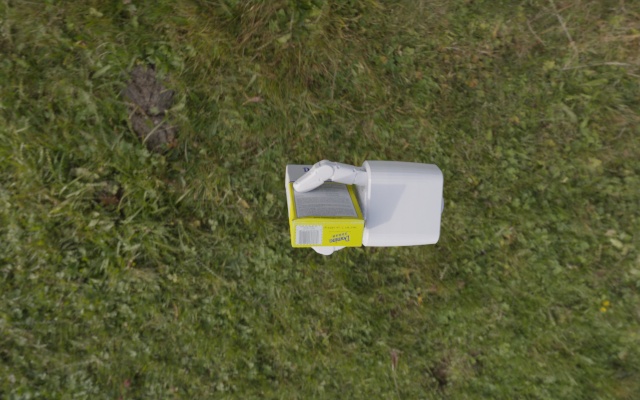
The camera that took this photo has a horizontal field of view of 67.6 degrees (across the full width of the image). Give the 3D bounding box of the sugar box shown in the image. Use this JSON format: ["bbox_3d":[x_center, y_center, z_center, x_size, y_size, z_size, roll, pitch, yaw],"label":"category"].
[{"bbox_3d":[0.000,0.003,0.676,0.093,0.048,0.176,1,25,-7],"label":"sugar box"}]
